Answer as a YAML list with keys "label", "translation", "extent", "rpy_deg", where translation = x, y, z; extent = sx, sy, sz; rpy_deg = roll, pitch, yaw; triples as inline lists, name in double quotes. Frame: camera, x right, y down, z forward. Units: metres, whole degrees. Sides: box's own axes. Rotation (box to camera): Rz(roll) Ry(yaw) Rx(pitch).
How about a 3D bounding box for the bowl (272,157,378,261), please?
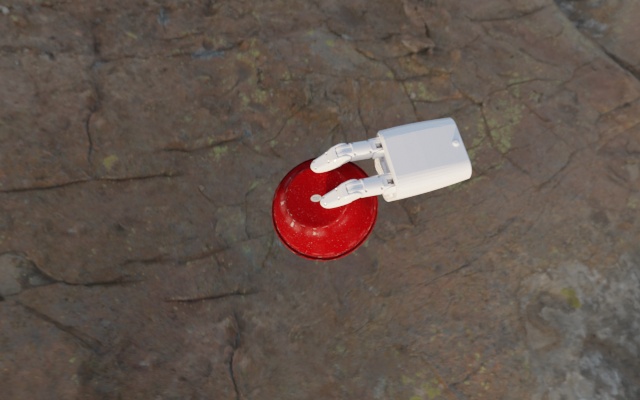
- label: "bowl"
  translation: [-0.001, 0.003, 0.684]
  extent: [0.162, 0.162, 0.055]
  rpy_deg: [0, -17, 12]
